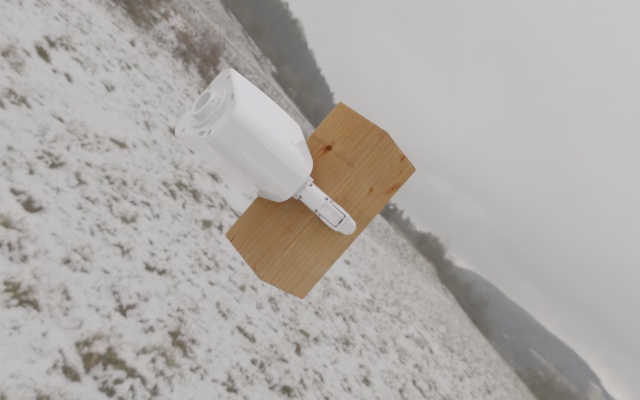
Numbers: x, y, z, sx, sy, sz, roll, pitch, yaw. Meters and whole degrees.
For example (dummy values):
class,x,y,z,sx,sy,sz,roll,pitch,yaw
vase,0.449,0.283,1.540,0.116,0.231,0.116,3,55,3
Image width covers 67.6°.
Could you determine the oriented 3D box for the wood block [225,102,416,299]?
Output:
class,x,y,z,sx,sy,sz,roll,pitch,yaw
wood block,0.000,0.002,0.561,0.090,0.206,0.090,43,3,40
